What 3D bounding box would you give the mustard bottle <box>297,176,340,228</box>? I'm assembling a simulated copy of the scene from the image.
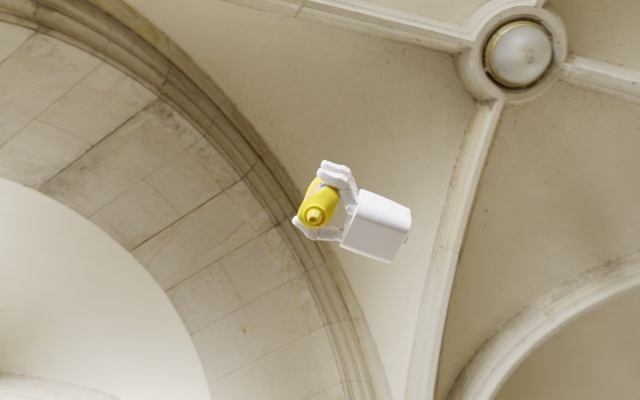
[{"bbox_3d":[0.000,0.003,0.899,0.096,0.058,0.191,-44,9,19],"label":"mustard bottle"}]
